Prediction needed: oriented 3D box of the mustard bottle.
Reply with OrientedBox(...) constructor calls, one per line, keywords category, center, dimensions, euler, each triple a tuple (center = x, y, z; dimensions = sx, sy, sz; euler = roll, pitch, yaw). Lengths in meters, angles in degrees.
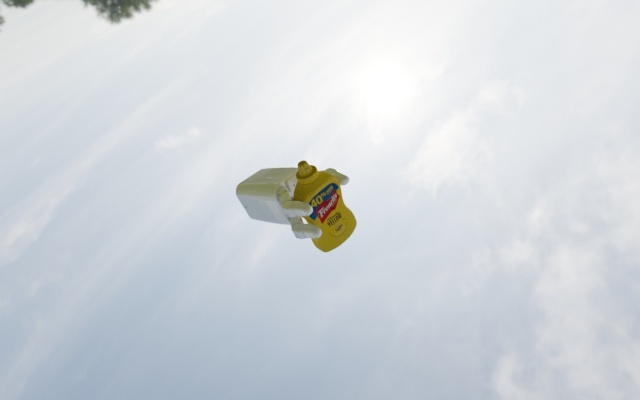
OrientedBox(category="mustard bottle", center=(0.000, 0.003, 0.894), dimensions=(0.096, 0.192, 0.058), euler=(-39, 39, -17))
